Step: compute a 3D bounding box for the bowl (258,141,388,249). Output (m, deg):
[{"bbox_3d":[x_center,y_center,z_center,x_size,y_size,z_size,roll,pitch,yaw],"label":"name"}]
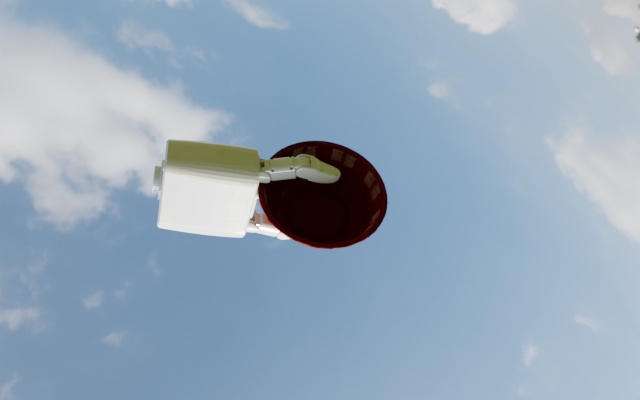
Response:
[{"bbox_3d":[0.001,0.003,0.605,0.162,0.162,0.055,0,-34,-10],"label":"bowl"}]
